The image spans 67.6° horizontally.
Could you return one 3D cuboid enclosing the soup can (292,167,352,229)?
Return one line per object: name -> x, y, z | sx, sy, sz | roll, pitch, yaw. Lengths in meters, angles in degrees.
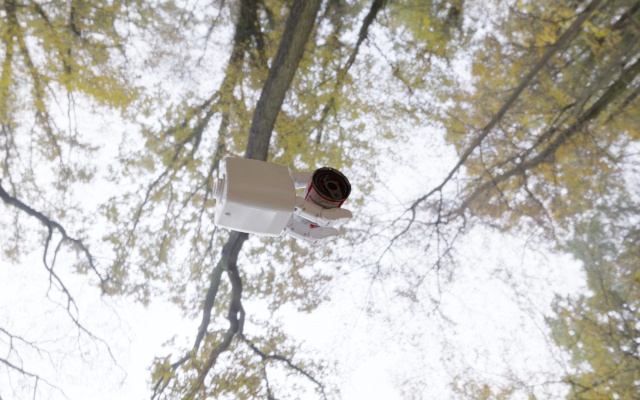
soup can -> 0.000, 0.003, 0.792 | 0.068, 0.068, 0.102 | 0, -37, -27
